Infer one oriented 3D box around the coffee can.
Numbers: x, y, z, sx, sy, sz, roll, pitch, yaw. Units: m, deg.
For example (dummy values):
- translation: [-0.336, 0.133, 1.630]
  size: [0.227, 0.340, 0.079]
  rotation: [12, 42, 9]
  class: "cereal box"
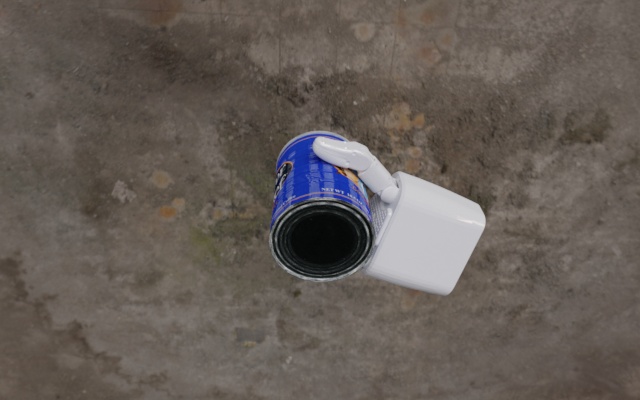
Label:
- translation: [0.000, 0.001, 0.513]
  size: [0.103, 0.103, 0.140]
  rotation: [0, 34, -2]
  class: "coffee can"
